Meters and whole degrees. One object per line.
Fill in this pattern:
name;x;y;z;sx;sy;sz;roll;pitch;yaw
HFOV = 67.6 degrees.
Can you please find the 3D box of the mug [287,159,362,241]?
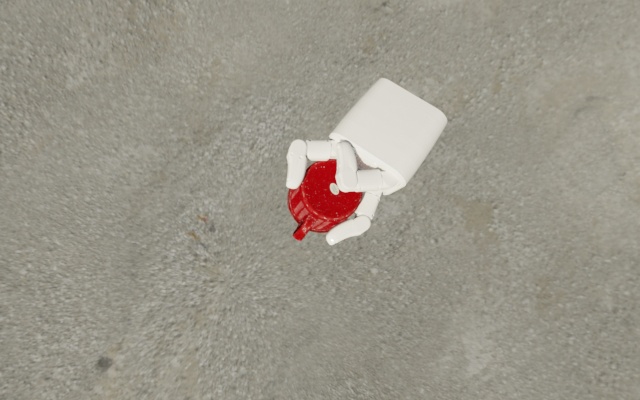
mug;-0.001;0.003;0.628;0.093;0.117;0.081;37;-15;-3
